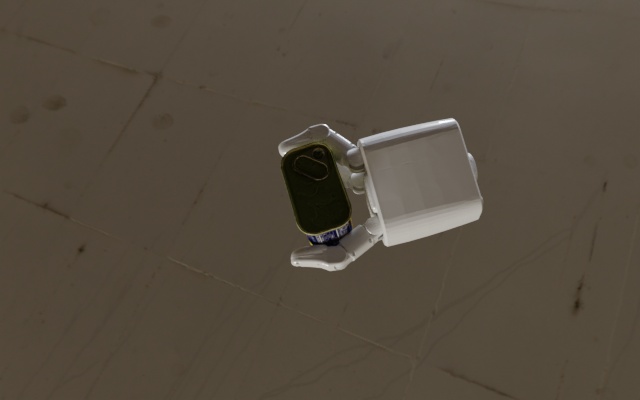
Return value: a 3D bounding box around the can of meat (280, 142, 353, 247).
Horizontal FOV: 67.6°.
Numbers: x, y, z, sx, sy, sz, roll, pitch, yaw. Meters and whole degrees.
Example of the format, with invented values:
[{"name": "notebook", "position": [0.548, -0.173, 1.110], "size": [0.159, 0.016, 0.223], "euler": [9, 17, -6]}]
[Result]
[{"name": "can of meat", "position": [0.000, 0.002, 0.523], "size": [0.057, 0.102, 0.084], "euler": [-18, -25, 1]}]
